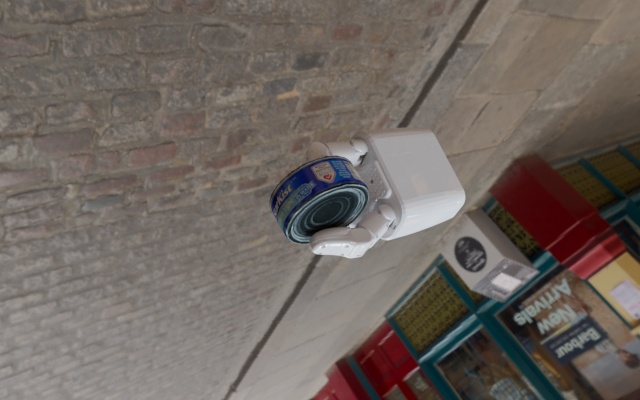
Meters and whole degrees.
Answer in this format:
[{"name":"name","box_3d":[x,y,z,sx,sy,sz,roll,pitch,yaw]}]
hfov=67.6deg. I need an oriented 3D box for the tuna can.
[{"name":"tuna can","box_3d":[0.000,0.002,0.428,0.086,0.033,0.086,-23,-30,-14]}]
